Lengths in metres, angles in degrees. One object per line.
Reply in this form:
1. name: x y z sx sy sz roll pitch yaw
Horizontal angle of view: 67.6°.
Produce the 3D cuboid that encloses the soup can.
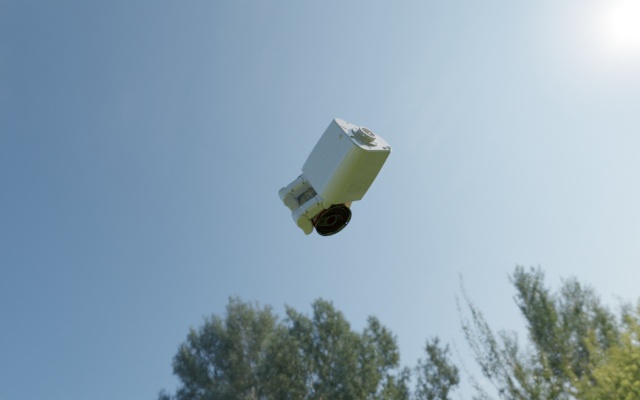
1. soup can: 0.000 0.003 0.825 0.068 0.068 0.102 0 40 -36
